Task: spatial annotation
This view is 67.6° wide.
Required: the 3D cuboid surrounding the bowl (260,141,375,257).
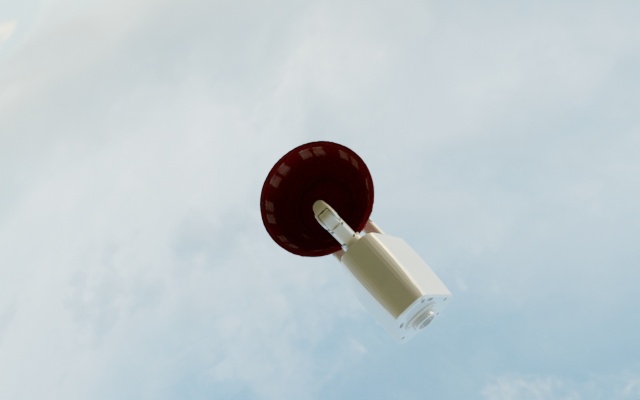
[{"bbox_3d":[0.000,0.001,0.661,0.162,0.162,0.055,0,-15,18],"label":"bowl"}]
